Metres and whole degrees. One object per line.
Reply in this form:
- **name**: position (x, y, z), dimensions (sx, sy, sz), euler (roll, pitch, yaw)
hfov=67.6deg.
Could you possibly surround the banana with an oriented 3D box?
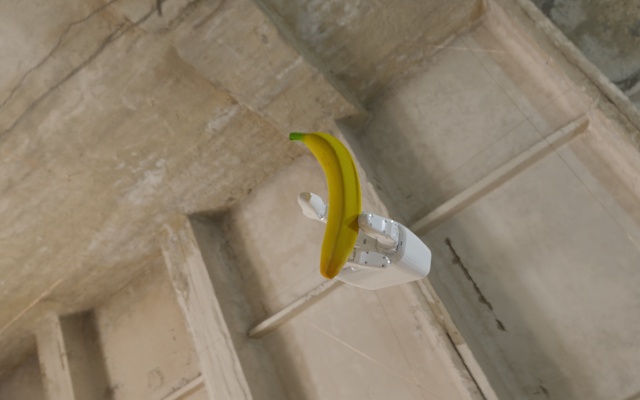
- **banana**: position (0.015, -0.009, 0.552), dimensions (0.069, 0.197, 0.037), euler (-26, -32, 22)
